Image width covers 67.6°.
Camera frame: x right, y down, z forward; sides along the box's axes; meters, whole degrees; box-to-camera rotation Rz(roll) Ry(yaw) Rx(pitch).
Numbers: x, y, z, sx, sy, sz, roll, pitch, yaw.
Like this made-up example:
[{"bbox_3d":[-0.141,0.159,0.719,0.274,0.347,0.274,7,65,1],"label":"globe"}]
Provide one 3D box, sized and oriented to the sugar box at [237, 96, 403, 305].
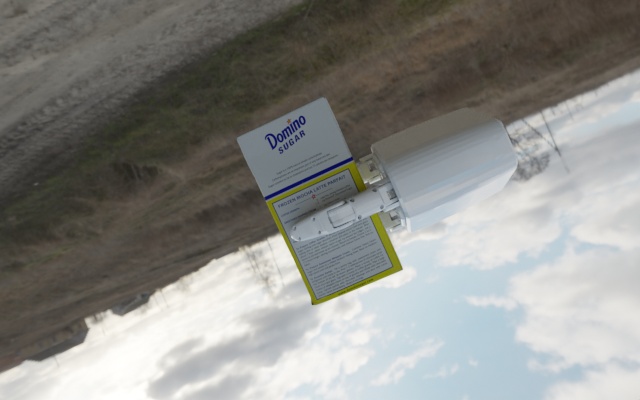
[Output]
[{"bbox_3d":[0.000,0.002,0.457,0.093,0.176,0.048,-24,0,5],"label":"sugar box"}]
